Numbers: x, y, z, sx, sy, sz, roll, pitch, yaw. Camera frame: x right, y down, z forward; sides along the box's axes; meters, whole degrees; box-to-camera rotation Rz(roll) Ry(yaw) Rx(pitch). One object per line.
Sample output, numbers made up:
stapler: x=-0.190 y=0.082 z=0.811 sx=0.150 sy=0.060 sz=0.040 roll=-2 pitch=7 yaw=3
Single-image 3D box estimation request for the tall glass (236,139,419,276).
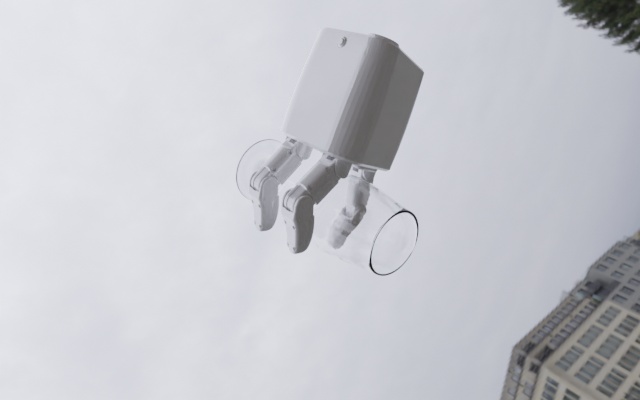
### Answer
tall glass: x=0.000 y=0.001 z=0.474 sx=0.079 sy=0.079 sz=0.201 roll=0 pitch=21 yaw=-44
